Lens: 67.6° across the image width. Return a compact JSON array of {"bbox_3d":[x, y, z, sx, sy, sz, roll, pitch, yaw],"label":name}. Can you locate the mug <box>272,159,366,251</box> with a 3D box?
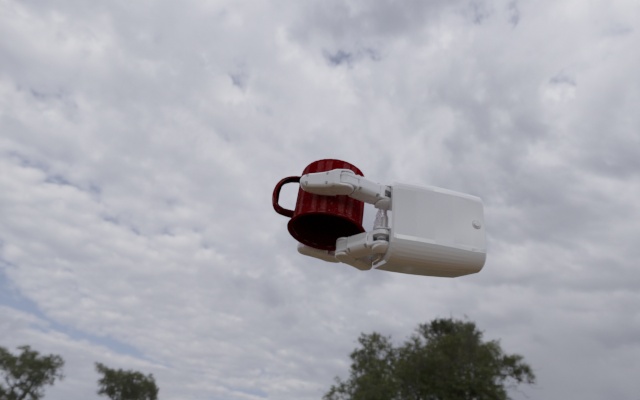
[{"bbox_3d":[-0.001,0.001,0.576,0.117,0.081,0.093,10,-32,-3],"label":"mug"}]
